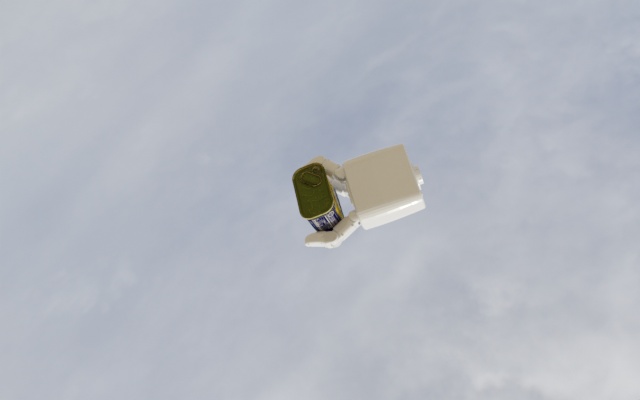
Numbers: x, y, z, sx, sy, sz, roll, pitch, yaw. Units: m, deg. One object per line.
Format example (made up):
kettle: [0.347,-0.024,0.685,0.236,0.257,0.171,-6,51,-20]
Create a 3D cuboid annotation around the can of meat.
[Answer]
can of meat: [0.000,0.003,0.793,0.057,0.102,0.084,-22,-35,9]
